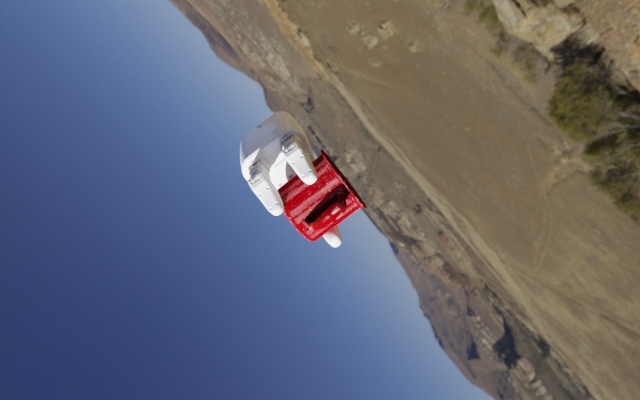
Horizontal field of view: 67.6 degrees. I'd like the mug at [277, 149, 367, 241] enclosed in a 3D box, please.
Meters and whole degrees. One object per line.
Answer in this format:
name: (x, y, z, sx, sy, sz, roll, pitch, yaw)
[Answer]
mug: (0.000, 0.003, 0.587, 0.081, 0.093, 0.117, -37, 26, 7)
